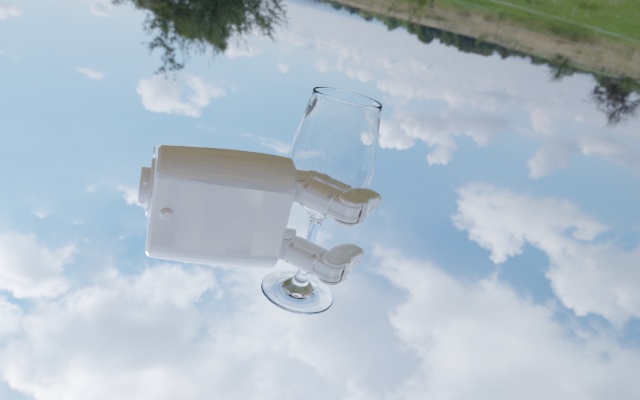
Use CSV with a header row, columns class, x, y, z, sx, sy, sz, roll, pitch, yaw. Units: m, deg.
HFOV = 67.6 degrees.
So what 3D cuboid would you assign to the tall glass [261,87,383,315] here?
class,x,y,z,sx,sy,sz,roll,pitch,yaw
tall glass,0.000,0.002,0.442,0.079,0.201,0.079,13,21,-5
